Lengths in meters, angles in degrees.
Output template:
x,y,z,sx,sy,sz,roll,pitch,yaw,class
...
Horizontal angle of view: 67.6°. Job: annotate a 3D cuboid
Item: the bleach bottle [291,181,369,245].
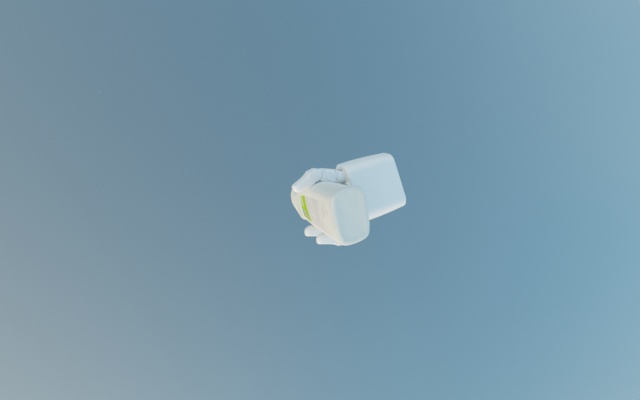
x,y,z,sx,sy,sz,roll,pitch,yaw,class
0.000,0.003,0.893,0.068,0.102,0.250,-18,19,-20,bleach bottle
